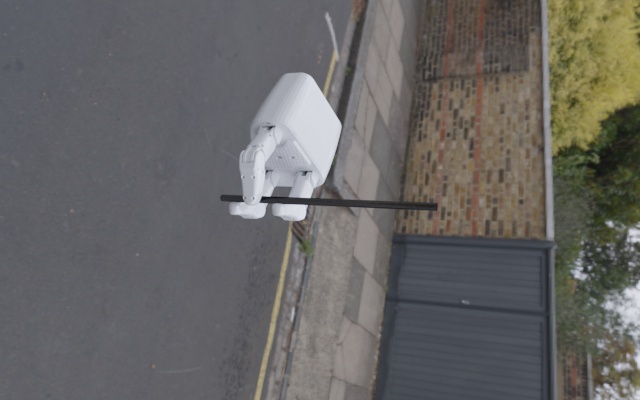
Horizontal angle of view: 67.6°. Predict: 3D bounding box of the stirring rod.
[{"bbox_3d":[0.000,0.002,0.503,0.239,0.011,0.011,2,1,21],"label":"stirring rod"}]
